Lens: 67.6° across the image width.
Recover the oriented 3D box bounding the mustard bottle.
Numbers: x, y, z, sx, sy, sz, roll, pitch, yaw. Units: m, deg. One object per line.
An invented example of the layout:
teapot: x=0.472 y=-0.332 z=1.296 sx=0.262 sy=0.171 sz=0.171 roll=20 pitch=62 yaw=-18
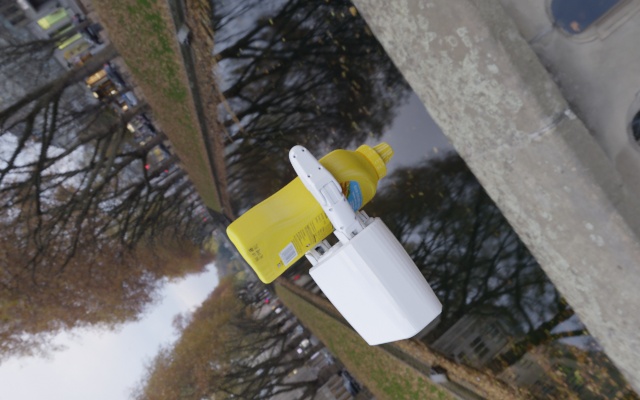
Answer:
mustard bottle: x=0.000 y=0.002 z=0.494 sx=0.191 sy=0.058 sz=0.096 roll=-37 pitch=-29 yaw=-12
